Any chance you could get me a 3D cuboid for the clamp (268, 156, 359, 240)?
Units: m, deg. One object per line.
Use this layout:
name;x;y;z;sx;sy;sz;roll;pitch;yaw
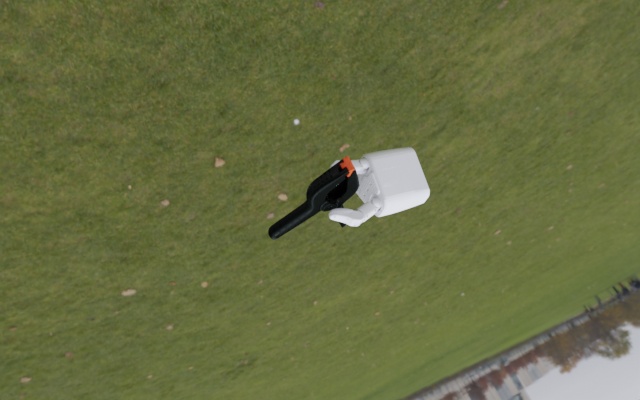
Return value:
clamp;0.001;0.003;0.824;0.164;0.036;0.210;-13;-28;-24
